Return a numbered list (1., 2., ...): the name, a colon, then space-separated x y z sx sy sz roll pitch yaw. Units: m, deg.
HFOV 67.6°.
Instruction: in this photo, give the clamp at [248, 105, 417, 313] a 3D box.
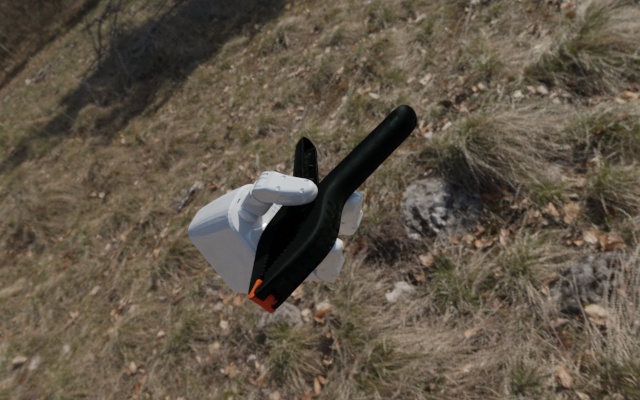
1. clamp: -0.001 0.001 0.434 0.036 0.210 0.164 41 -34 -26
